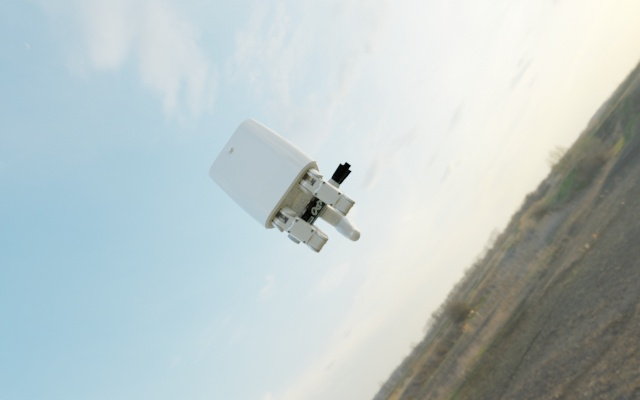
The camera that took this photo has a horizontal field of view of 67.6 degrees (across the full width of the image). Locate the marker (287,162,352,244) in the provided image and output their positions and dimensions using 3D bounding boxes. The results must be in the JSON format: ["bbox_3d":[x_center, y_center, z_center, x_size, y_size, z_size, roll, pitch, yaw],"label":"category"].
[{"bbox_3d":[0.000,0.002,0.605,0.020,0.121,0.020,36,5,-3],"label":"marker"}]
